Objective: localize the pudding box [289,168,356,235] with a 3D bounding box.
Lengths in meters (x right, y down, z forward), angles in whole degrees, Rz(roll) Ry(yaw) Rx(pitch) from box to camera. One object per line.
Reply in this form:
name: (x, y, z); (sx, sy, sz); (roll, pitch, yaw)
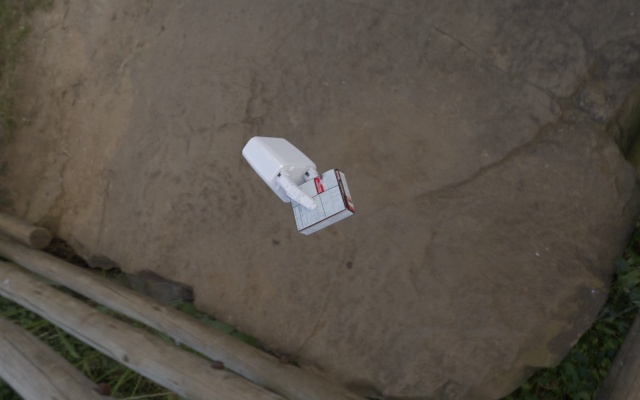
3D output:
pudding box: (0.000, 0.003, 0.895); (0.113, 0.090, 0.039); (-26, -24, 25)
